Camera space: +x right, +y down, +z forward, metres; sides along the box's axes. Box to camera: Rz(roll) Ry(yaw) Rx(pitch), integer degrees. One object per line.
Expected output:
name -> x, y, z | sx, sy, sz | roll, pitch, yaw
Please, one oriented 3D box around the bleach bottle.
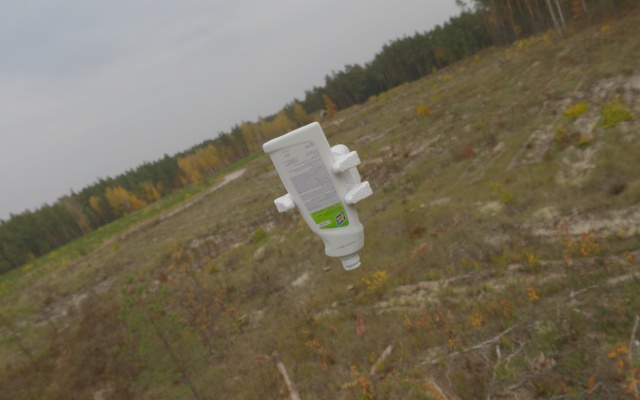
bleach bottle -> 0.000, 0.003, 0.800 | 0.102, 0.251, 0.068 | -21, 11, 13
